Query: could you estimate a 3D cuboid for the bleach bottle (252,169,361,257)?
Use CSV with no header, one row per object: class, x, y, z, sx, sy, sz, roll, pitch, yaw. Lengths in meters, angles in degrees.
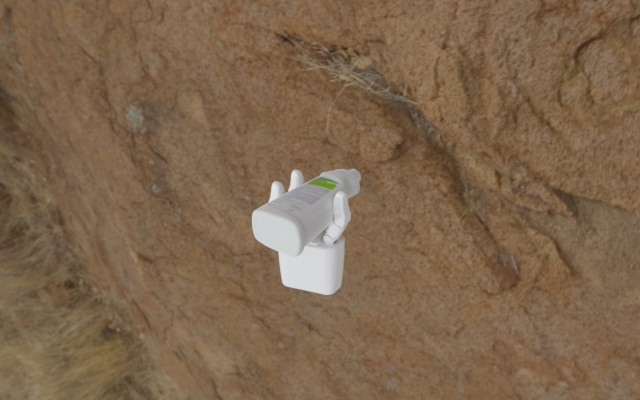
bleach bottle,0.000,0.003,0.827,0.102,0.068,0.250,18,33,31
